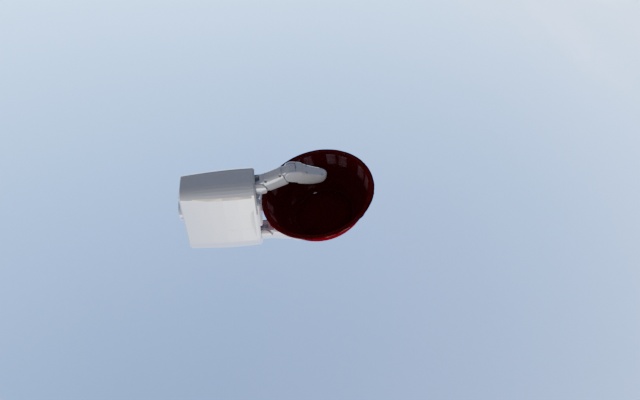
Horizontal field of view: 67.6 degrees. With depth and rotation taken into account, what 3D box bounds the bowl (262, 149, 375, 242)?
[{"bbox_3d":[0.001,0.002,0.687,0.162,0.162,0.055,0,-38,15],"label":"bowl"}]
